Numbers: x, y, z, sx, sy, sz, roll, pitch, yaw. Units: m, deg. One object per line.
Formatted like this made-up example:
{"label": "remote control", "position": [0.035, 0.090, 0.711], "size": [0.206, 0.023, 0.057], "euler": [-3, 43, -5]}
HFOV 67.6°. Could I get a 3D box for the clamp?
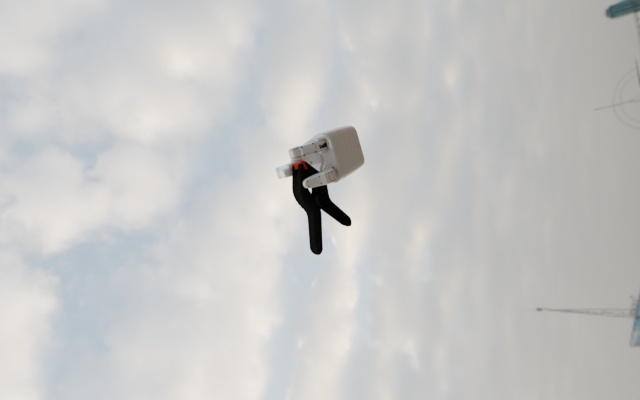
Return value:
{"label": "clamp", "position": [0.000, 0.003, 0.893], "size": [0.039, 0.171, 0.120], "euler": [-10, 12, 37]}
